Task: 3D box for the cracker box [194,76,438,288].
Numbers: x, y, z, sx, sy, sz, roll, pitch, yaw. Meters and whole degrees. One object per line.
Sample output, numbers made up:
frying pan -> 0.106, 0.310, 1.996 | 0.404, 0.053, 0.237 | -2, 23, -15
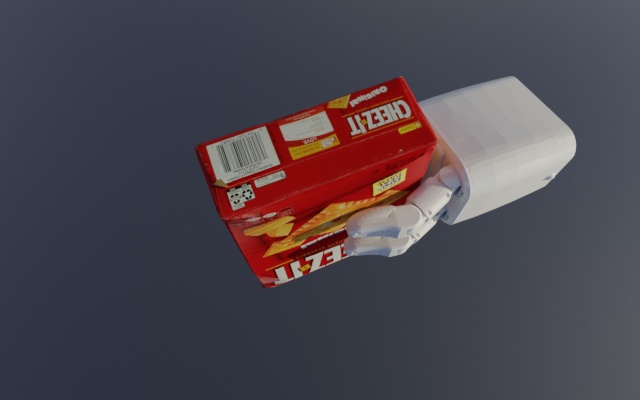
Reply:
cracker box -> 0.000, 0.001, 0.431 | 0.164, 0.072, 0.214 | -20, -22, -7
